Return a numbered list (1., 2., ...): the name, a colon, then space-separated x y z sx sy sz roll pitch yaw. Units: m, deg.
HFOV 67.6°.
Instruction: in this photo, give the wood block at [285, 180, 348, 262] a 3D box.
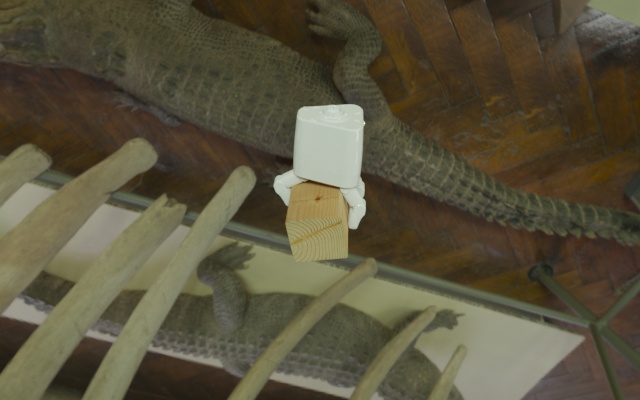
1. wood block: 0.000 0.003 0.842 0.091 0.090 0.206 -5 36 8
